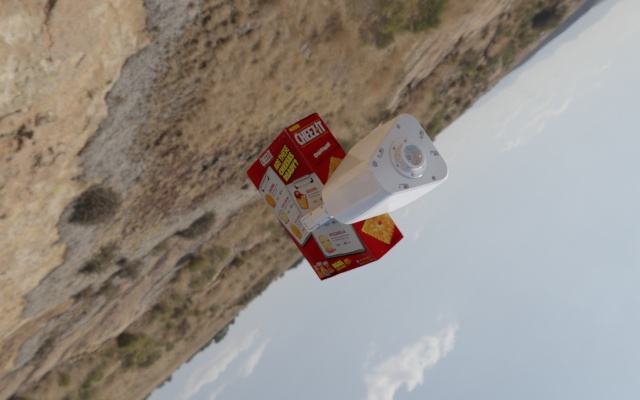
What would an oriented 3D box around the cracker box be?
[{"bbox_3d":[0.000,0.003,0.706,0.072,0.213,0.164,-35,0,-33],"label":"cracker box"}]
